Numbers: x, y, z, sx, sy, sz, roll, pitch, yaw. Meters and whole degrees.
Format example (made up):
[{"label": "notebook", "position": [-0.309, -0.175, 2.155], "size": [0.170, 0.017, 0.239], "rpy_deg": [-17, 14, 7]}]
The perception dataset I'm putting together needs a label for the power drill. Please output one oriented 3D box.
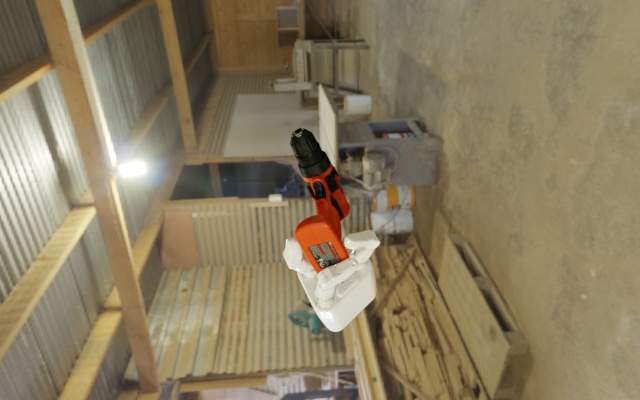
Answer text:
[{"label": "power drill", "position": [0.000, 0.003, 0.729], "size": [0.057, 0.184, 0.187], "rpy_deg": [-18, 37, 16]}]
